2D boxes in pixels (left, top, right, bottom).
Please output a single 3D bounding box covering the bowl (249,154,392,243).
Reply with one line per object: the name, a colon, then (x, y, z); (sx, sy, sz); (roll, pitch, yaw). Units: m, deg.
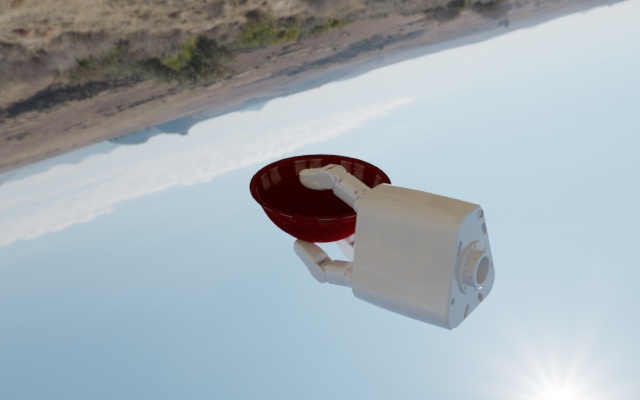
bowl: (-0.001, 0.002, 0.554); (0.162, 0.055, 0.162); (0, 29, 0)
